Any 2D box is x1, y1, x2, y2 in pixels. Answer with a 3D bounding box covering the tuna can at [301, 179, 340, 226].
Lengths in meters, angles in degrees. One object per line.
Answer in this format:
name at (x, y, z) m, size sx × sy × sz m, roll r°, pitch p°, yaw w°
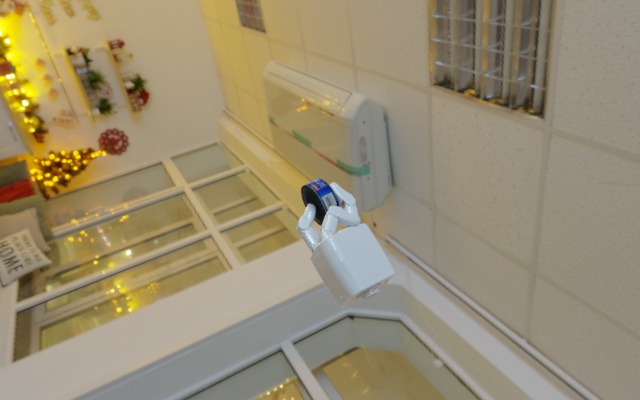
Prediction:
tuna can at (0.001, 0.003, 0.898) m, size 0.033 × 0.086 × 0.086 m, roll -28°, pitch 11°, yaw -22°
